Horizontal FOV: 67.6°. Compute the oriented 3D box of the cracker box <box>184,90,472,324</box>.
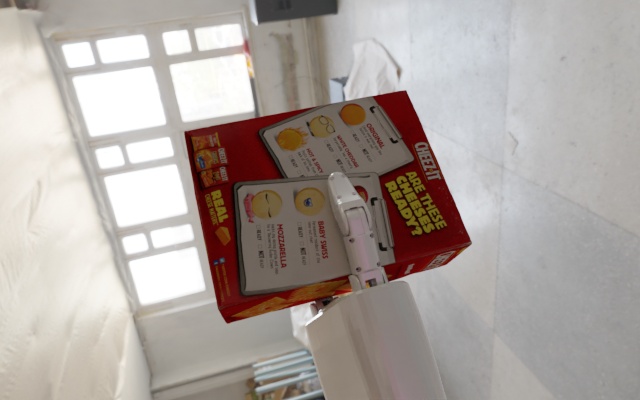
[{"bbox_3d":[0.000,0.001,0.434,0.213,0.164,0.072,-13,-22,-11],"label":"cracker box"}]
